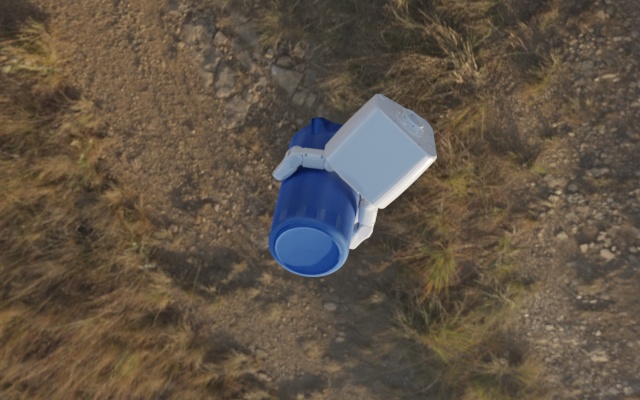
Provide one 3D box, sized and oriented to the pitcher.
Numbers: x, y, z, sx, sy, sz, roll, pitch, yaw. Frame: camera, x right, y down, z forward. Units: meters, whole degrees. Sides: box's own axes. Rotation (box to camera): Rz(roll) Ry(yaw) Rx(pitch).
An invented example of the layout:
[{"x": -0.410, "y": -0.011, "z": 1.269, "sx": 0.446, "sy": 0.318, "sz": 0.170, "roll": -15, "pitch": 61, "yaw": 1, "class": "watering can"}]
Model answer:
[{"x": 0.000, "y": 0.002, "z": 0.724, "sx": 0.149, "sy": 0.242, "sz": 0.145, "roll": 34, "pitch": -55, "yaw": -17, "class": "pitcher"}]
